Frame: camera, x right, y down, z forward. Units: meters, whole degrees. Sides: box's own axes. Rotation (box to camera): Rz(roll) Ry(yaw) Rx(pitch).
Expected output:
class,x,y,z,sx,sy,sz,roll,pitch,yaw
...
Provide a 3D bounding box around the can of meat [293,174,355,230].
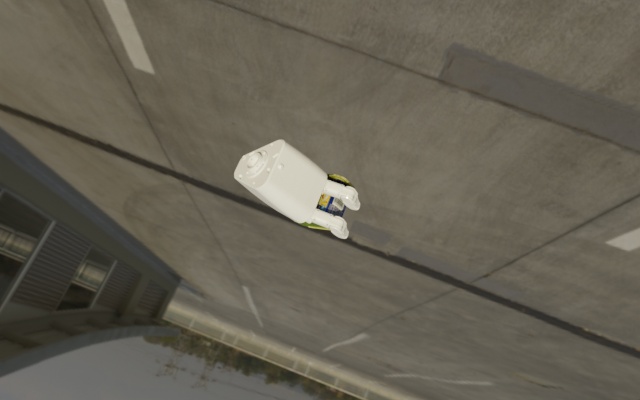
class,x,y,z,sx,sy,sz,roll,pitch,yaw
can of meat,0.000,0.003,0.848,0.102,0.084,0.057,4,-27,42
